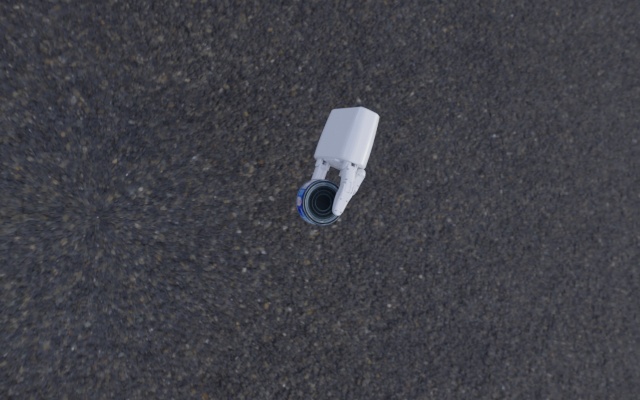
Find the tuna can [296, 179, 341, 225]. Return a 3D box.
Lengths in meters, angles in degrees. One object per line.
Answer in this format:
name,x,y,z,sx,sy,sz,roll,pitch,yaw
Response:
tuna can,0.000,0.003,0.881,0.086,0.086,0.034,0,4,-23
